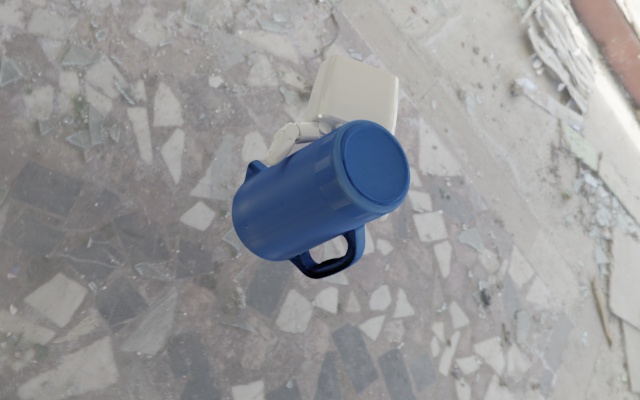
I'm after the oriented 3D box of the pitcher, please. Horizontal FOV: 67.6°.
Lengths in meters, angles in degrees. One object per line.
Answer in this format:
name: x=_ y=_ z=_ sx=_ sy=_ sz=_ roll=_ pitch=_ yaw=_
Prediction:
pitcher: x=0.000 y=0.002 z=0.603 sx=0.149 sy=0.145 sz=0.243 roll=25 pitch=-28 yaw=-26
